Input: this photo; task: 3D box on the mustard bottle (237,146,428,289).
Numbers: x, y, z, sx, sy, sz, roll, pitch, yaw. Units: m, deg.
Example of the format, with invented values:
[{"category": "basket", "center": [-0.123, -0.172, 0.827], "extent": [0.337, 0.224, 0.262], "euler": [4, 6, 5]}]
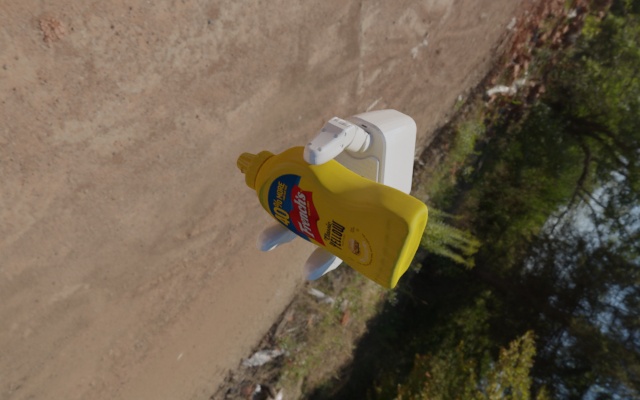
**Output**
[{"category": "mustard bottle", "center": [0.000, 0.002, 0.448], "extent": [0.191, 0.096, 0.058], "euler": [29, 52, 20]}]
